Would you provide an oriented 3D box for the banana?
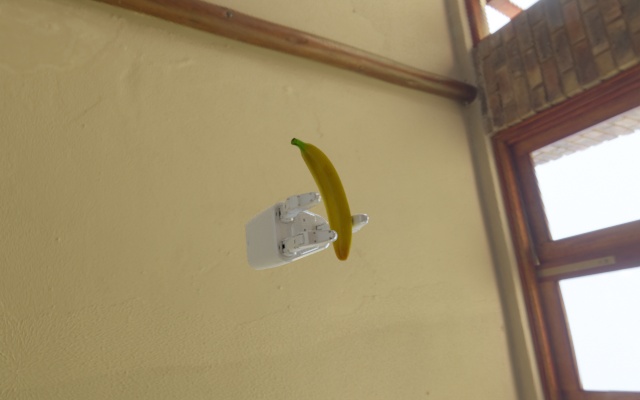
[{"bbox_3d":[0.011,-0.007,0.734,0.037,0.198,0.069,-21,3,46],"label":"banana"}]
